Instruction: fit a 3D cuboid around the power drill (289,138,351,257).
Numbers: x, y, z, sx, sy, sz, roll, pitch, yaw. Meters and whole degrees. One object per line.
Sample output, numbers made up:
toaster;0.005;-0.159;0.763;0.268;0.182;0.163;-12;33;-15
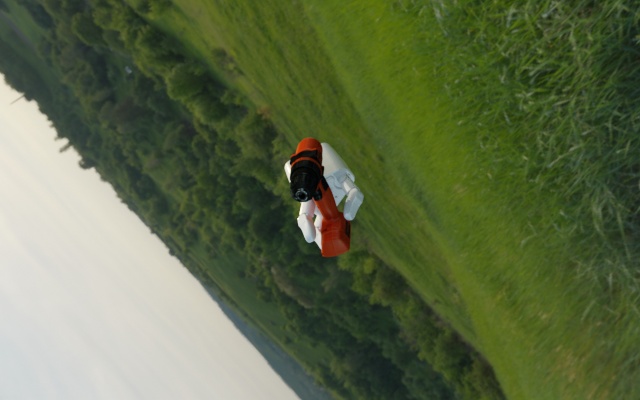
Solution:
power drill;0.000;0.003;0.824;0.057;0.188;0.184;-13;29;13
